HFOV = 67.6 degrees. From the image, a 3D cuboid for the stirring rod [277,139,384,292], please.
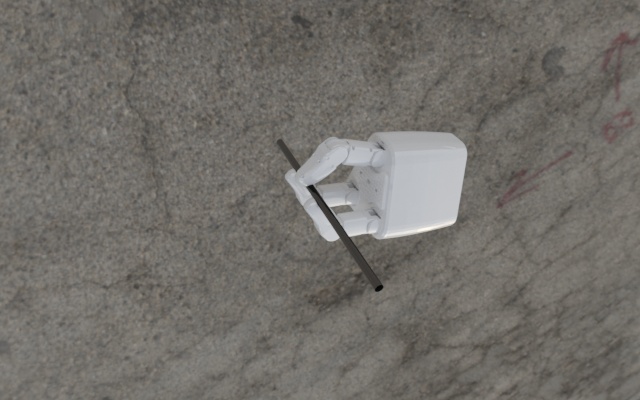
[{"bbox_3d":[0.000,0.001,0.474,0.011,0.011,0.239,0,36,-29],"label":"stirring rod"}]
